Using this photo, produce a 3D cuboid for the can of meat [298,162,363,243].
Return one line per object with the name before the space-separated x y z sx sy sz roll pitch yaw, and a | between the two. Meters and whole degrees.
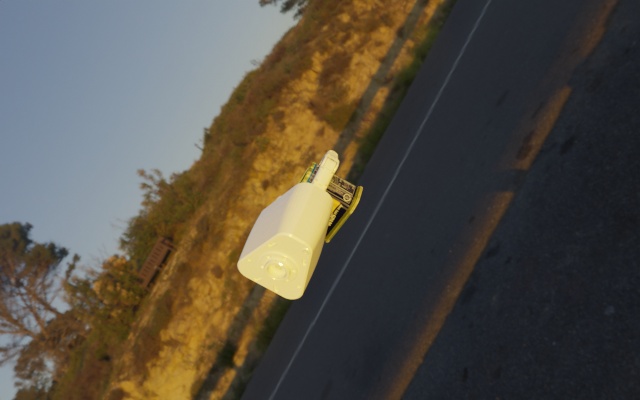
can of meat | 0.000 0.002 0.711 0.084 0.102 0.057 29 41 -7
